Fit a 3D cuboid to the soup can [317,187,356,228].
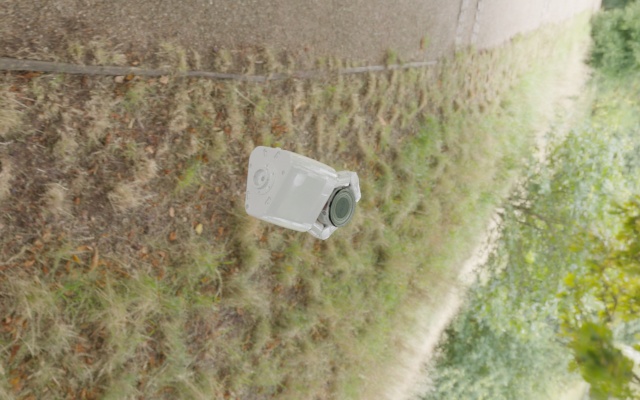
[{"bbox_3d":[0.001,0.003,0.806,0.102,0.068,0.068,14,9,40],"label":"soup can"}]
